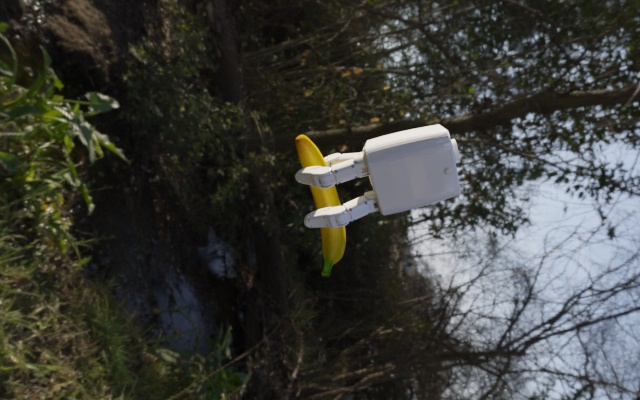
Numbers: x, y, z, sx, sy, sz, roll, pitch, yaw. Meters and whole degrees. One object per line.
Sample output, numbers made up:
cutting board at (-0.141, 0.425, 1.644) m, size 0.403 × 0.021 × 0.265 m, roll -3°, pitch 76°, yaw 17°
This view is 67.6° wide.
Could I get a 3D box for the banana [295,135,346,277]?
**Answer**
banana at (0.005, 0.003, 0.677) m, size 0.037 × 0.198 × 0.069 m, roll -12°, pitch 4°, yaw 15°
